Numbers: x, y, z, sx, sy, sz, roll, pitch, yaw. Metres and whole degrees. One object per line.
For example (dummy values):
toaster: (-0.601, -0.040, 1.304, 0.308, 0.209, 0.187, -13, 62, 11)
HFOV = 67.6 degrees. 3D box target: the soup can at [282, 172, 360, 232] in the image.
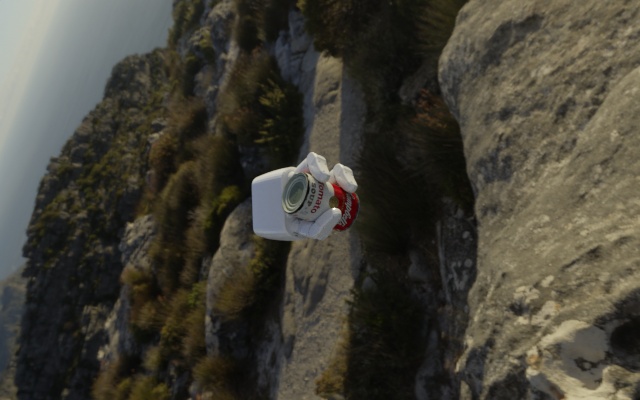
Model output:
soup can: (0.000, 0.002, 0.732, 0.102, 0.068, 0.068, 21, -12, -34)
